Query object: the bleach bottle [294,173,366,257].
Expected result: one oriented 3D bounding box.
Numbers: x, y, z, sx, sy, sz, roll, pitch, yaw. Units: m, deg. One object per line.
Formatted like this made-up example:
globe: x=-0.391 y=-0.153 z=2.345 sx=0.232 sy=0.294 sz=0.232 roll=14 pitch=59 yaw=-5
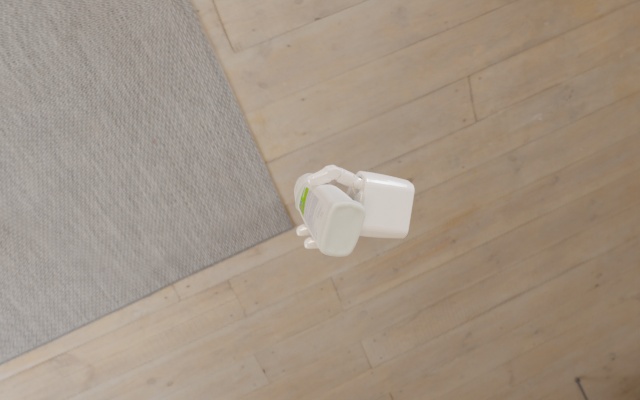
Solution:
bleach bottle: x=0.000 y=0.003 z=0.874 sx=0.068 sy=0.102 sz=0.250 roll=9 pitch=19 yaw=-21
